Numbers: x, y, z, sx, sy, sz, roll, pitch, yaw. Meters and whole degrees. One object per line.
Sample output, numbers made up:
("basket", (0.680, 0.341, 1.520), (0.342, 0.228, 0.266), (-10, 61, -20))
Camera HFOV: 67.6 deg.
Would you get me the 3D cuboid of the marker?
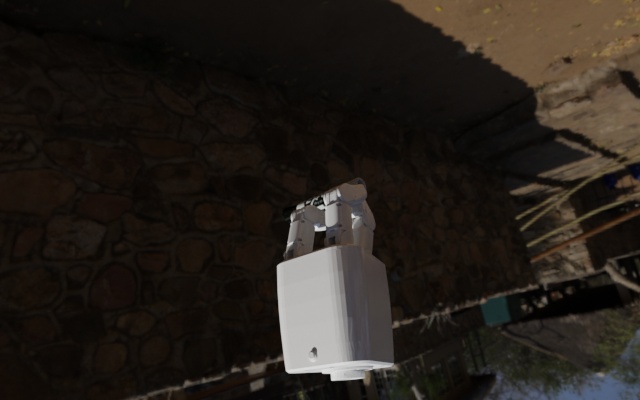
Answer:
("marker", (0.000, 0.002, 0.560), (0.121, 0.020, 0.020), (-22, -14, 36))
